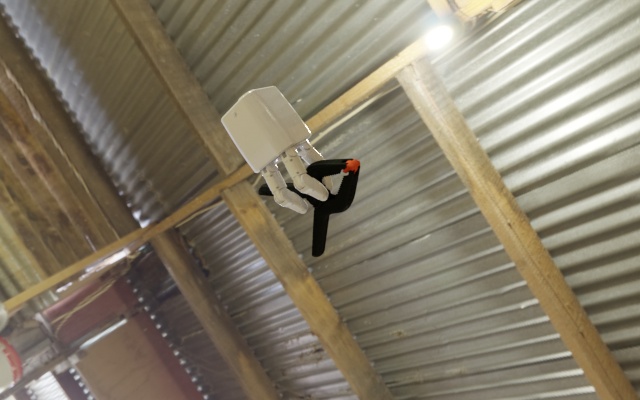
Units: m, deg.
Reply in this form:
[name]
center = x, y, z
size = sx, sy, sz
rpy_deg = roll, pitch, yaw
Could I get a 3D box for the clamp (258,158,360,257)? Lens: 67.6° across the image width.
[clamp]
center = 0.001, 0.002, 0.805
size = 0.210, 0.164, 0.036
rpy_deg = -32, 7, 42
